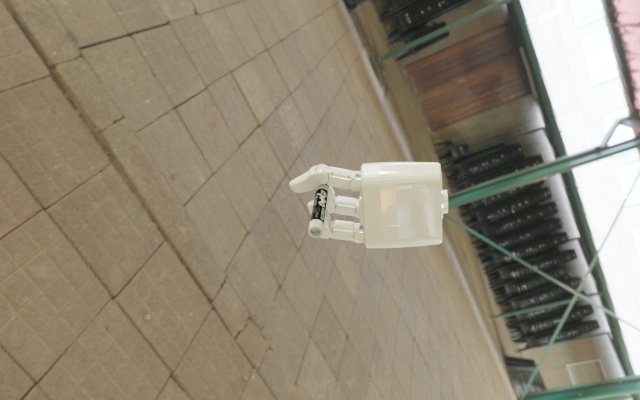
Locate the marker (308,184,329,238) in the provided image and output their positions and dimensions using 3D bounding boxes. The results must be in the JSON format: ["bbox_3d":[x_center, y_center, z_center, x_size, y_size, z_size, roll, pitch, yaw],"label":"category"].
[{"bbox_3d":[0.000,0.002,0.635,0.020,0.020,0.121,0,38,8],"label":"marker"}]
